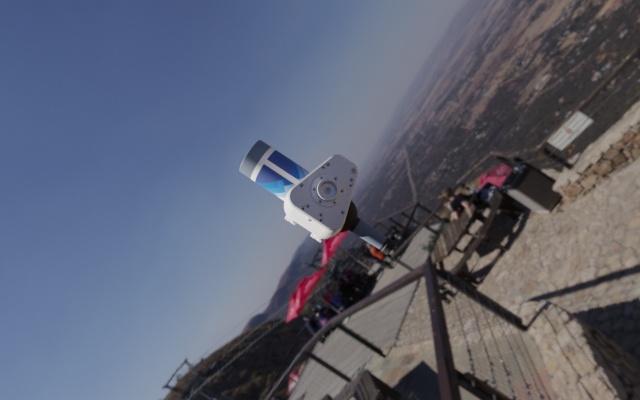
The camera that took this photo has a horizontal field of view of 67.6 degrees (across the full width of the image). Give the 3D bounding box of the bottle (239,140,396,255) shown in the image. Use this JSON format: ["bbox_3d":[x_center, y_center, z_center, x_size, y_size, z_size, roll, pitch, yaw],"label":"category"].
[{"bbox_3d":[0.000,0.003,0.830,0.296,0.069,0.069,33,0,1],"label":"bottle"}]
